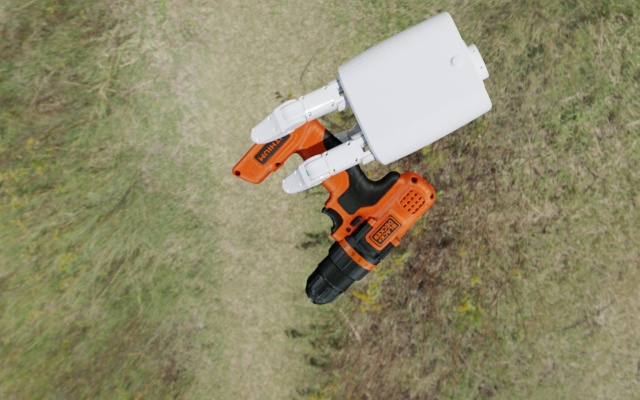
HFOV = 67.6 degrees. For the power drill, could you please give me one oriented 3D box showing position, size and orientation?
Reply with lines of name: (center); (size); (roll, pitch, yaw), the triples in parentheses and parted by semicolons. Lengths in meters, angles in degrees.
power drill: (0.000, 0.001, 0.513); (0.188, 0.184, 0.057); (41, 10, -11)
